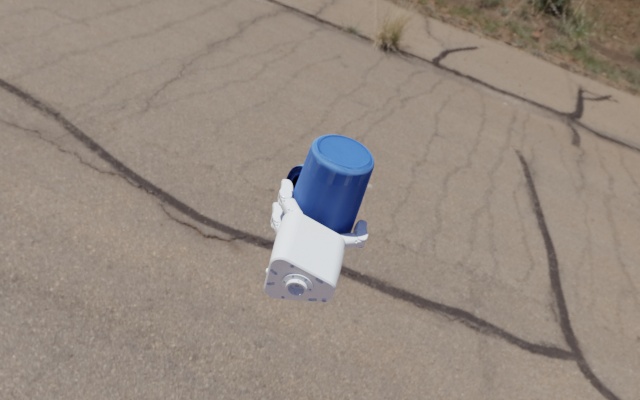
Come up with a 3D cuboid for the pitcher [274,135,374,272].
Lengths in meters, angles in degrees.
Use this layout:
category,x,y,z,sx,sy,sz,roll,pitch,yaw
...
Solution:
category,x,y,z,sx,sy,sz,roll,pitch,yaw
pitcher,0.000,0.003,0.845,0.149,0.243,0.145,17,38,-3
